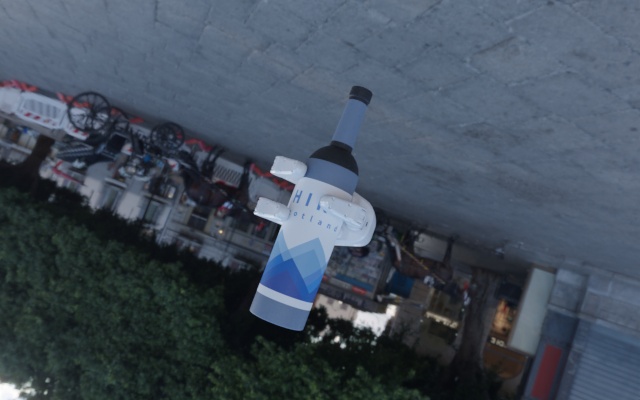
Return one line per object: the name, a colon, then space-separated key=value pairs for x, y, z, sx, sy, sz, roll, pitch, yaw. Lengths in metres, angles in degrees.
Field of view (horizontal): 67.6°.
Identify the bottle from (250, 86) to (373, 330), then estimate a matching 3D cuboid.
bottle: x=0.000 y=0.002 z=0.571 sx=0.069 sy=0.295 sz=0.069 roll=20 pitch=-6 yaw=2
